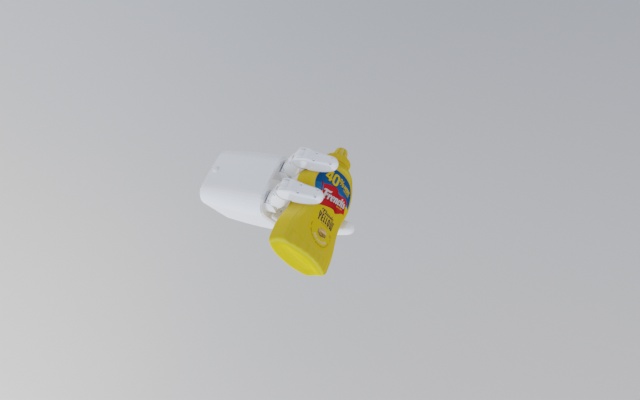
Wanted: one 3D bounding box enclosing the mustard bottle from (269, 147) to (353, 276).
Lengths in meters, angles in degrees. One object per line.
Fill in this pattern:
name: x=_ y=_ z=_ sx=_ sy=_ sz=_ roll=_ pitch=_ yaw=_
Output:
mustard bottle: x=0.000 y=0.002 z=0.669 sx=0.058 sy=0.191 sz=0.096 roll=-8 pitch=-42 yaw=41
